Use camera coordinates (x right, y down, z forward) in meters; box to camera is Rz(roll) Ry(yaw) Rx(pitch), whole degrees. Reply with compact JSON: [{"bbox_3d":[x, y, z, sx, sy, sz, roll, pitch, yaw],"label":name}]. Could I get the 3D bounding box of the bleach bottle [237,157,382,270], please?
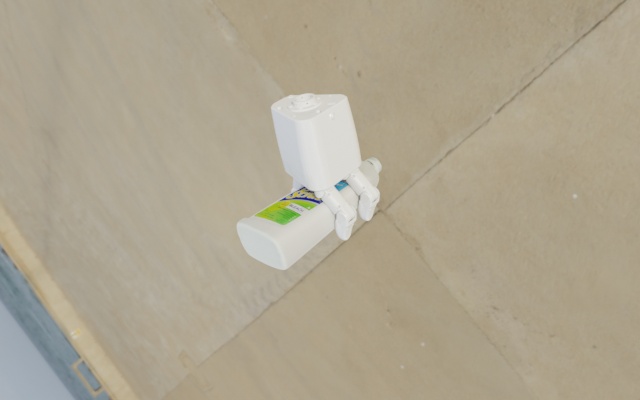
[{"bbox_3d":[0.000,0.002,0.729,0.102,0.068,0.250,17,43,42],"label":"bleach bottle"}]
